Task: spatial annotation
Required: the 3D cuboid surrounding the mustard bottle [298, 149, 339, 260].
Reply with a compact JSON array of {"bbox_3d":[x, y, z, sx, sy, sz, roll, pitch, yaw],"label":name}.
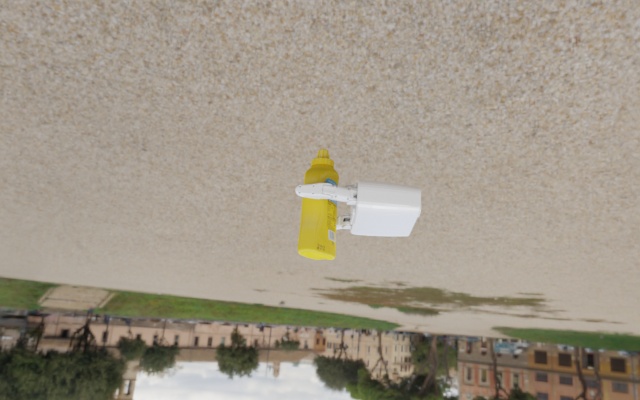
[{"bbox_3d":[0.000,0.003,0.829,0.058,0.191,0.096,-2,-15,22],"label":"mustard bottle"}]
